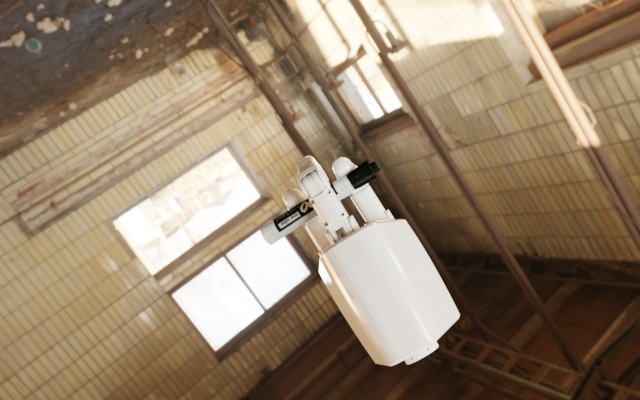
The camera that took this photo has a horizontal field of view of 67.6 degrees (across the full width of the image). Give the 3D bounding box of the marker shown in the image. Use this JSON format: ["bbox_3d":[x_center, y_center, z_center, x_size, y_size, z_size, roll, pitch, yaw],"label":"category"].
[{"bbox_3d":[0.000,0.001,0.429,0.121,0.020,0.020,-32,-5,9],"label":"marker"}]
